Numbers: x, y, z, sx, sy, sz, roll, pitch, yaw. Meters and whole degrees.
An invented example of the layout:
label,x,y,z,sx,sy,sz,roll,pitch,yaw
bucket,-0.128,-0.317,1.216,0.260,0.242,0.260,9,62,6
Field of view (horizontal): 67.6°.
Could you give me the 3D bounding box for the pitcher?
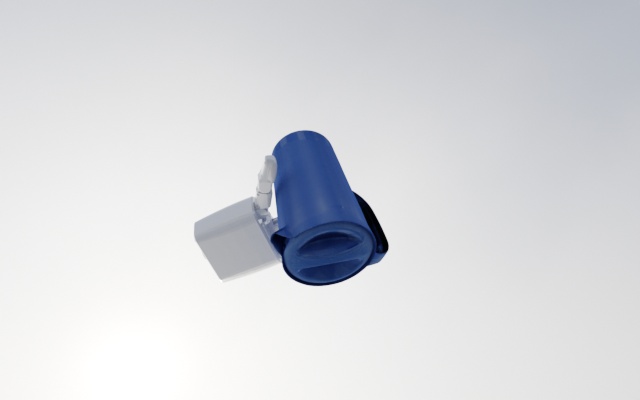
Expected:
label,x,y,z,sx,sy,sz,roll,pitch,yaw
pitcher,0.000,0.002,0.738,0.145,0.242,0.149,-23,-46,7
